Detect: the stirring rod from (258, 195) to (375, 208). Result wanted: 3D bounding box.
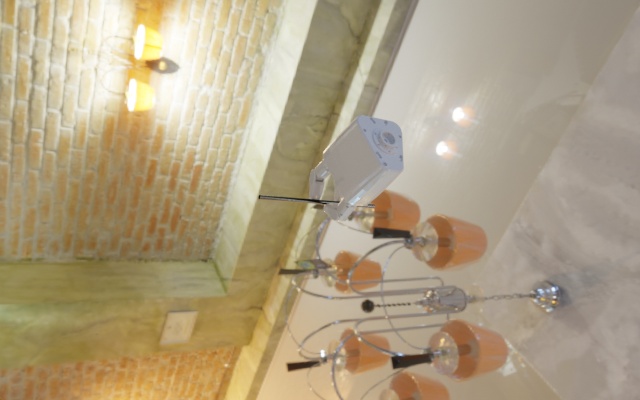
[{"bbox_3d":[0.000,0.003,0.864,0.239,0.011,0.011,5,-2,-31],"label":"stirring rod"}]
